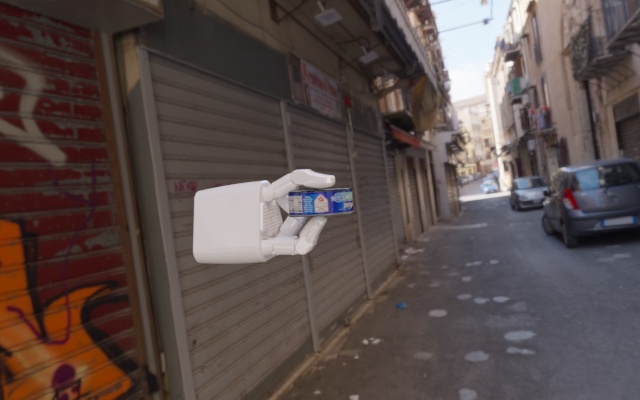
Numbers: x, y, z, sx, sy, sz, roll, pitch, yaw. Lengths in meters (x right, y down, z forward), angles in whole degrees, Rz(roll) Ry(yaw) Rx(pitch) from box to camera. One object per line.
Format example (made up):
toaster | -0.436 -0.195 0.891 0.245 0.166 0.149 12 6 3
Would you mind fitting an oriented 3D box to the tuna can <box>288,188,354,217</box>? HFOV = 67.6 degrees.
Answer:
tuna can | 0.000 0.001 0.626 0.086 0.034 0.086 -3 2 0
